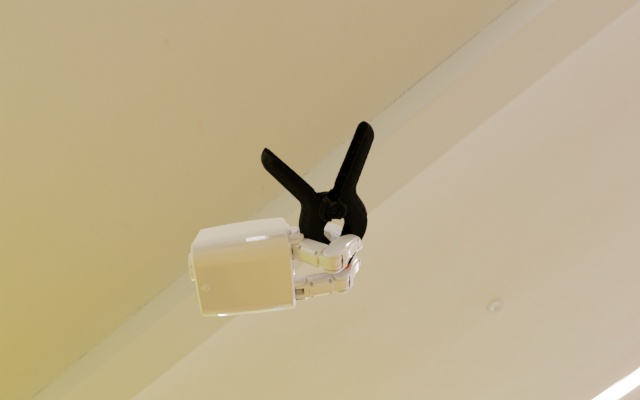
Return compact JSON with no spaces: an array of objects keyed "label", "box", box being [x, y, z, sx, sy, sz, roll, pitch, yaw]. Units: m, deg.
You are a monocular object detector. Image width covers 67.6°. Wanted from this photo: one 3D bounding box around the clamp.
[{"label":"clamp","box":[0.000,0.002,0.524,0.120,0.171,0.039,-6,25,-7]}]
